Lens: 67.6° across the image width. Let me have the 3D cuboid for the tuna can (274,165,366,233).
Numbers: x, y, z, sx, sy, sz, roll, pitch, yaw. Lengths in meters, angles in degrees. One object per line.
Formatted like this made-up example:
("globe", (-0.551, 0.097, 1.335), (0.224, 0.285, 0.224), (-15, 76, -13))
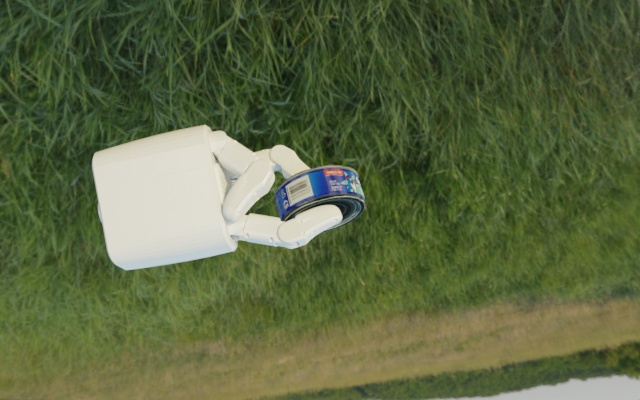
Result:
("tuna can", (0.000, 0.002, 0.467), (0.086, 0.033, 0.086), (-13, -24, -6))
